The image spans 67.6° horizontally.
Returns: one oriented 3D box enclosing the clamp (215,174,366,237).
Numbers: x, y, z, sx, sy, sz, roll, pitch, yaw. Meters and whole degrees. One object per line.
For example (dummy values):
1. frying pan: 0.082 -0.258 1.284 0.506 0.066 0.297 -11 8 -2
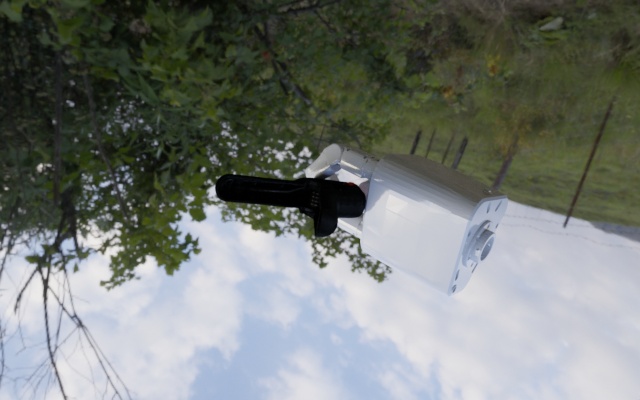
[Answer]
1. clamp: 0.000 0.002 0.453 0.120 0.039 0.171 28 20 34
